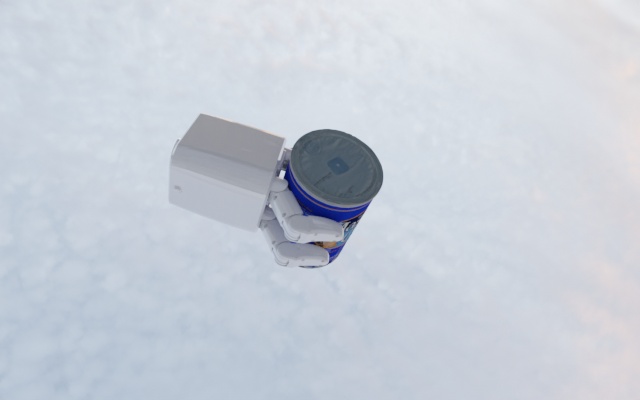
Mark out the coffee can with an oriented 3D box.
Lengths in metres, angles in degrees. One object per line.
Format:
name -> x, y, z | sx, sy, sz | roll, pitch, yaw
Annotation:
coffee can -> 0.000, 0.002, 0.556 | 0.103, 0.102, 0.140 | 0, -35, -19
